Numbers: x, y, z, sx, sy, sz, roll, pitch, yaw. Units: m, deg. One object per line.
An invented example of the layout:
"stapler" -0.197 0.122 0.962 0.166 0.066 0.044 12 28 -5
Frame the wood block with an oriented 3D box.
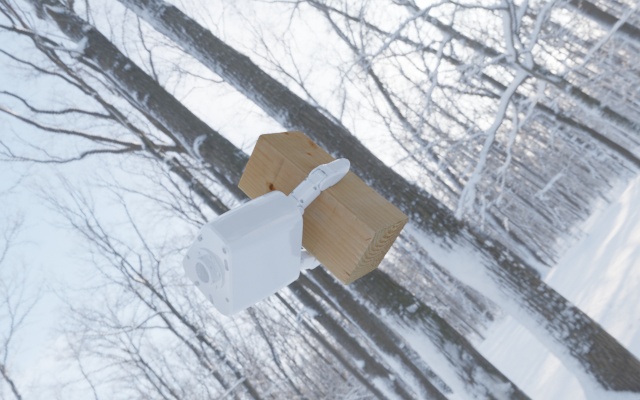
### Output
"wood block" 0.000 0.002 0.634 0.206 0.091 0.090 41 30 23
